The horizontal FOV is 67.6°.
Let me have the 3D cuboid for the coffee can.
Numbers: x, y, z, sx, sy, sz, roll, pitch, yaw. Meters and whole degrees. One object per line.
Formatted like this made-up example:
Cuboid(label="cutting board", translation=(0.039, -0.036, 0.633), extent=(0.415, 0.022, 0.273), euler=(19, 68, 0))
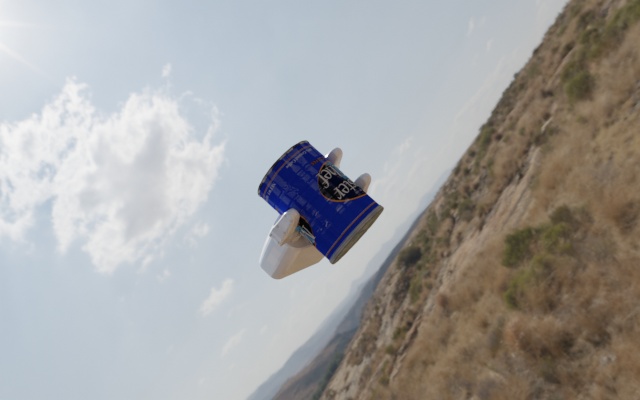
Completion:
Cuboid(label="coffee can", translation=(0.000, 0.002, 0.647), extent=(0.140, 0.103, 0.103), euler=(42, 9, 10))
